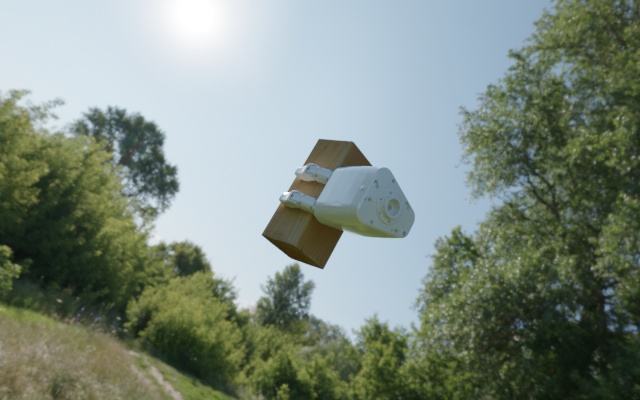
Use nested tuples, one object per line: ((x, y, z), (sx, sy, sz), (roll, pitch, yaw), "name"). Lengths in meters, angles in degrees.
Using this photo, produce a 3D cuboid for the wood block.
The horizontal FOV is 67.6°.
((0.001, 0.003, 0.836), (0.090, 0.206, 0.091), (12, -25, 45), "wood block")
